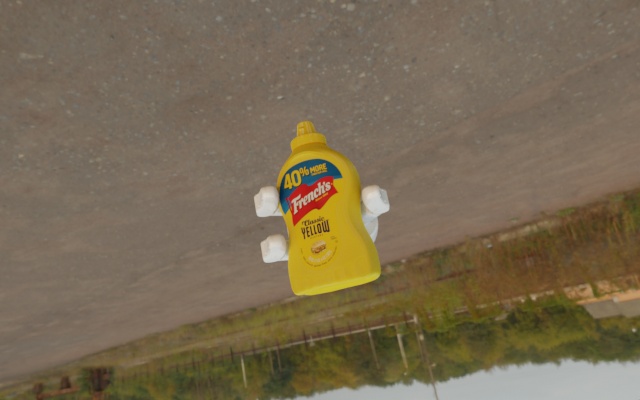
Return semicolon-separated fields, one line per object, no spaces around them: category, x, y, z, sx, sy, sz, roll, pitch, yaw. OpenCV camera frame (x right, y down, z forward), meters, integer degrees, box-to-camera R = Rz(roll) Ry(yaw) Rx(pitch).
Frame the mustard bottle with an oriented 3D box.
mustard bottle;0.000;0.002;0.527;0.096;0.191;0.058;-19;-18;25
